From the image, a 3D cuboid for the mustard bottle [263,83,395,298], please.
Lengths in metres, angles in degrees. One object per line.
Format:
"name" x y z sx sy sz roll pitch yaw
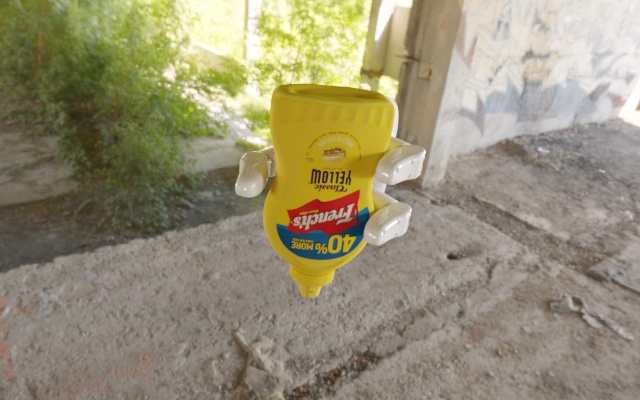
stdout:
"mustard bottle" 0.000 0.001 0.410 0.096 0.192 0.058 1 27 -13
